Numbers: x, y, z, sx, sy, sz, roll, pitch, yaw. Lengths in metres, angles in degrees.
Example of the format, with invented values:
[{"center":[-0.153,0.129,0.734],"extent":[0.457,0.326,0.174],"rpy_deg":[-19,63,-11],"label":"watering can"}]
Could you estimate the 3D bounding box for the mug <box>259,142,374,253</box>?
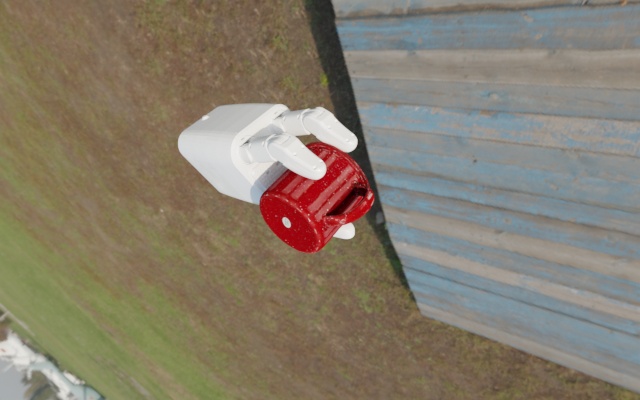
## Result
[{"center":[0.001,0.002,0.486],"extent":[0.117,0.093,0.081],"rpy_deg":[11,46,41],"label":"mug"}]
